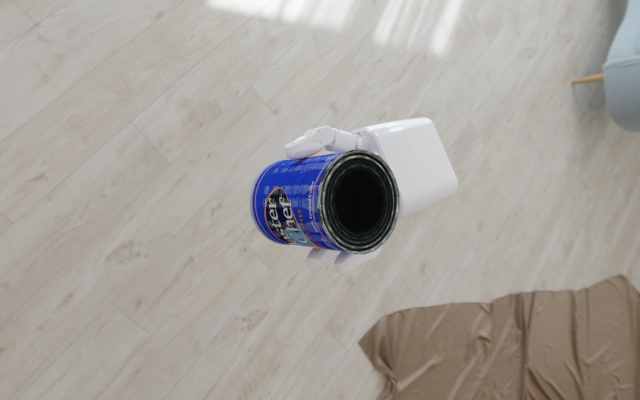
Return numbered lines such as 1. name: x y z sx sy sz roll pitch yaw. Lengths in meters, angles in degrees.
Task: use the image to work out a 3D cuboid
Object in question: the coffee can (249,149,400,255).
1. coffee can: 0.000 0.002 0.518 0.103 0.103 0.140 0 0 -35
